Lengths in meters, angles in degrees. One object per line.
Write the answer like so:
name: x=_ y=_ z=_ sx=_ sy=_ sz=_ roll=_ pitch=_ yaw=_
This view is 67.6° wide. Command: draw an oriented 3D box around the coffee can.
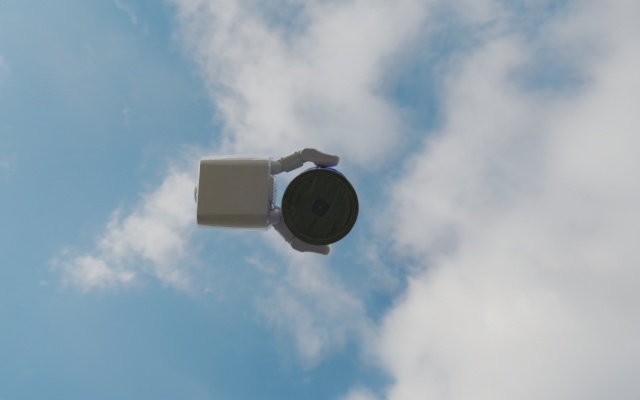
coffee can: x=0.000 y=0.002 z=0.694 sx=0.103 sy=0.103 sz=0.140 roll=0 pitch=6 yaw=1
